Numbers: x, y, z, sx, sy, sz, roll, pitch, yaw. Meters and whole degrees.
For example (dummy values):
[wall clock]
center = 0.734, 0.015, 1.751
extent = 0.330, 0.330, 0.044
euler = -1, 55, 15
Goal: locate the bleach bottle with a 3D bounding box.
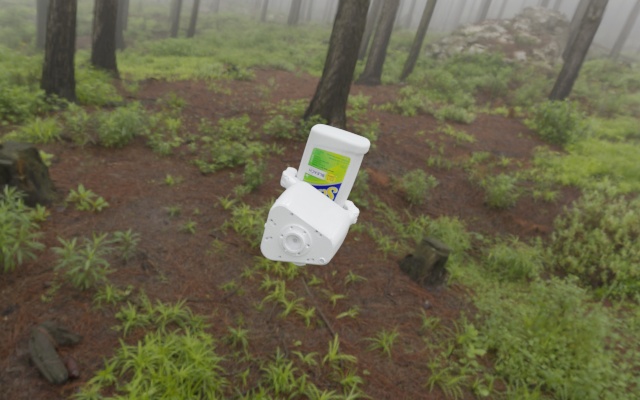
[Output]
[bleach bottle]
center = 0.000, 0.003, 0.825
extent = 0.102, 0.251, 0.068
euler = 19, 22, 7
